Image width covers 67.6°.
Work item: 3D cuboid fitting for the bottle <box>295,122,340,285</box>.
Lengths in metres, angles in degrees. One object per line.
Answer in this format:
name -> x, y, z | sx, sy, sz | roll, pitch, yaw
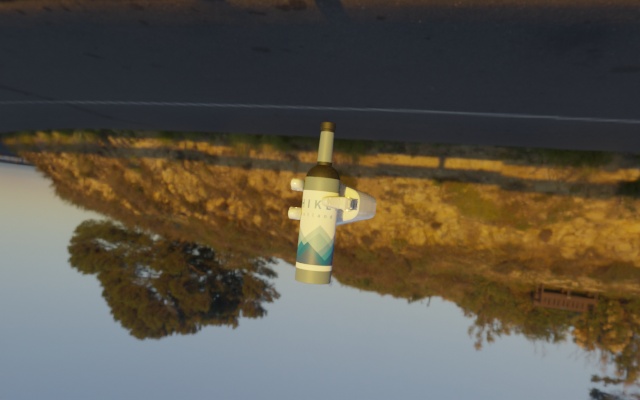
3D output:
bottle -> 0.000, 0.003, 0.884 | 0.069, 0.295, 0.069 | 6, -1, 0
